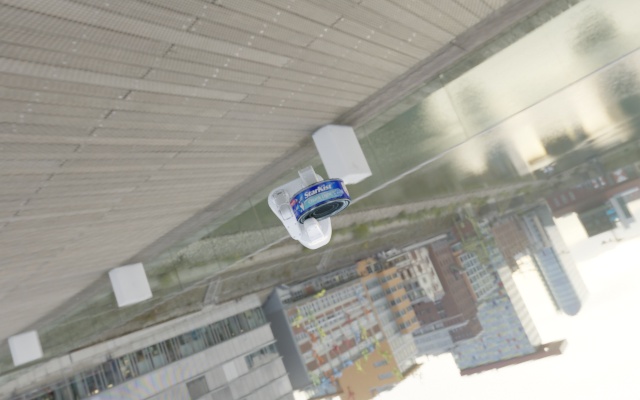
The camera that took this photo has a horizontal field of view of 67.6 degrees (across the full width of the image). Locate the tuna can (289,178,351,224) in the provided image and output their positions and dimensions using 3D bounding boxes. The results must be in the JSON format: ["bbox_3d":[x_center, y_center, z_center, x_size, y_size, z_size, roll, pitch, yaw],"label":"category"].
[{"bbox_3d":[0.000,0.003,0.694,0.086,0.033,0.086,-20,-16,-6],"label":"tuna can"}]
